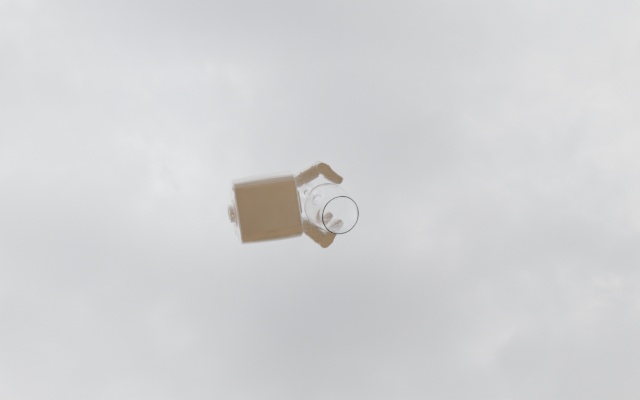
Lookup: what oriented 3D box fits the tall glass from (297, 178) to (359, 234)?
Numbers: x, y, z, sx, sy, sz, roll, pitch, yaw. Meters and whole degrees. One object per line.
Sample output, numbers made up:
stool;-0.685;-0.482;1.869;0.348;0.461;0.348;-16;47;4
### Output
tall glass;0.000;0.002;0.829;0.079;0.079;0.201;0;12;-19
